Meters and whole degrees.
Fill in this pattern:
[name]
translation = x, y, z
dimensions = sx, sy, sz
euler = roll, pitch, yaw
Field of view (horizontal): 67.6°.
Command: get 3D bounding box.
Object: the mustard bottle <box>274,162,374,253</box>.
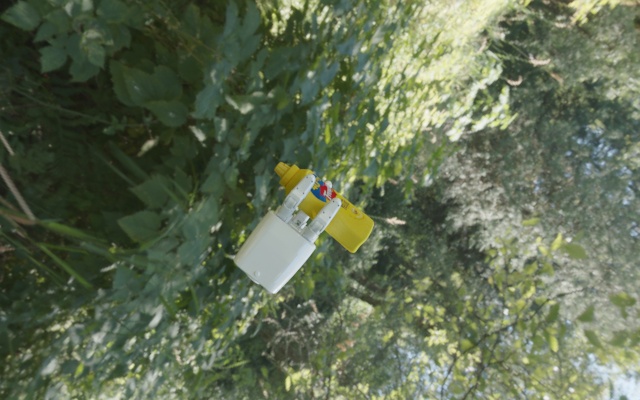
[mustard bottle]
translation = 0.001, 0.003, 0.810
dimensions = 0.191, 0.058, 0.096
euler = 39, 24, -1
